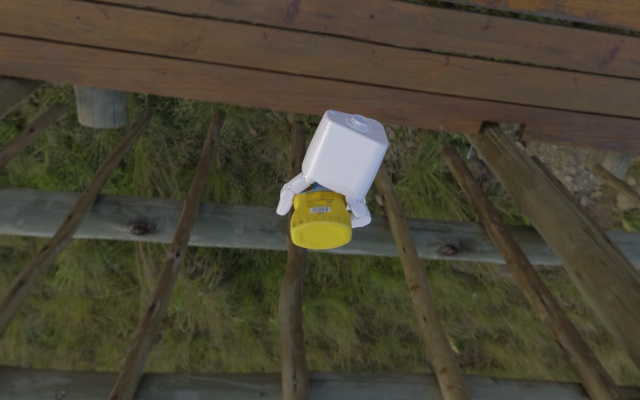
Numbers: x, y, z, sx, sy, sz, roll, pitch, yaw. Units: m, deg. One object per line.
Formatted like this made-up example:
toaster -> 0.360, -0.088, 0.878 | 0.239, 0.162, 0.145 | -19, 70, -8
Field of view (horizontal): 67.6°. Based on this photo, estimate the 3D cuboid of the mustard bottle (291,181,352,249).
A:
mustard bottle -> 0.000, 0.003, 0.815 | 0.096, 0.058, 0.191 | -4, 34, 1
